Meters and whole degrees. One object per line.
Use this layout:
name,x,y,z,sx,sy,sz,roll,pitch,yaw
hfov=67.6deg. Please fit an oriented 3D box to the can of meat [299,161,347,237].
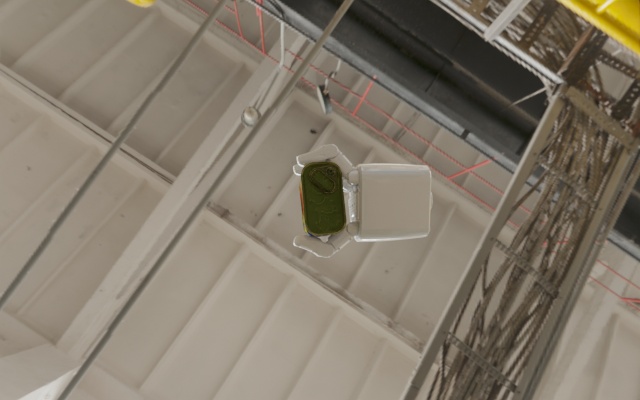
can of meat,0.000,0.002,0.691,0.057,0.102,0.084,-5,-7,-7
